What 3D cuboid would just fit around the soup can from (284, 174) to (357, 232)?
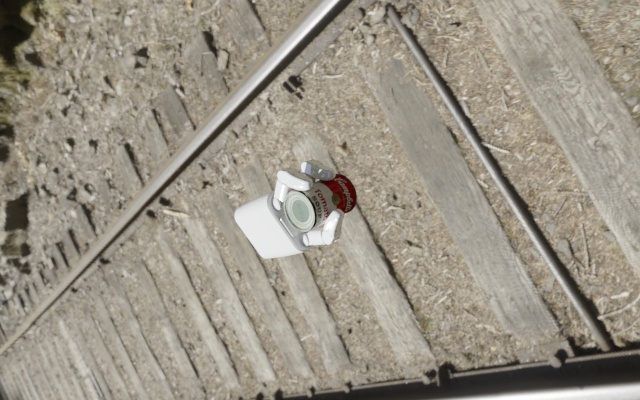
[{"bbox_3d":[0.000,0.003,0.752,0.068,0.068,0.102,0,16,43],"label":"soup can"}]
